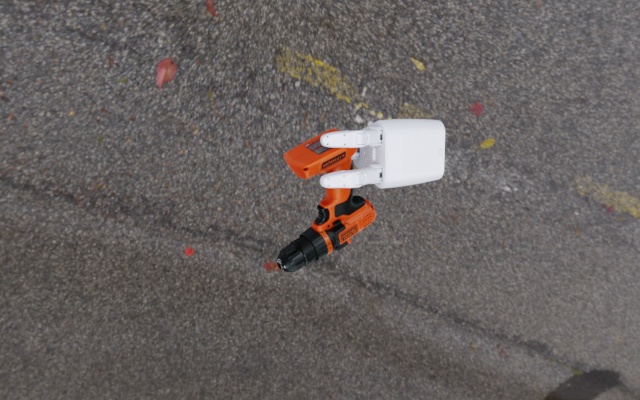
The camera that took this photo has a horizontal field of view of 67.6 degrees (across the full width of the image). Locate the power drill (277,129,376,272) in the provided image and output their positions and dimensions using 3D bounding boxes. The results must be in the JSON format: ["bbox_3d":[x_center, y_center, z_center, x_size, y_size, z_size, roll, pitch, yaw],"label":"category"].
[{"bbox_3d":[0.000,0.002,0.711,0.184,0.188,0.057,-32,45,-26],"label":"power drill"}]
